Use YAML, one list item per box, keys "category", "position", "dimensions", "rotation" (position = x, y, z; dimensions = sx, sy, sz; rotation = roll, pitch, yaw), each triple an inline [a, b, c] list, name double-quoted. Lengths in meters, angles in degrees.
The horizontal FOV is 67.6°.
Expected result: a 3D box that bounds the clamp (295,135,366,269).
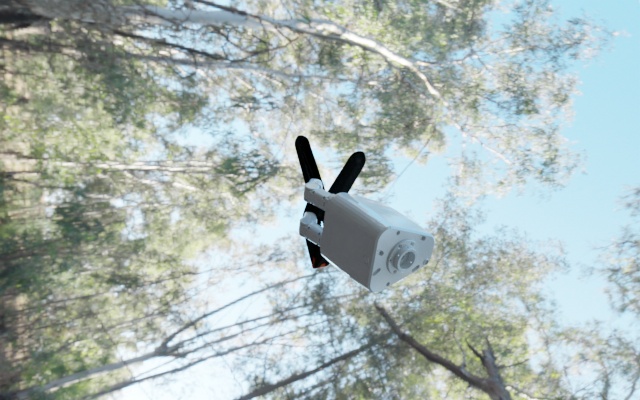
- category: "clamp"
  position: [0.001, 0.003, 0.749]
  dimensions: [0.036, 0.210, 0.164]
  rotation: [-7, 25, -33]
